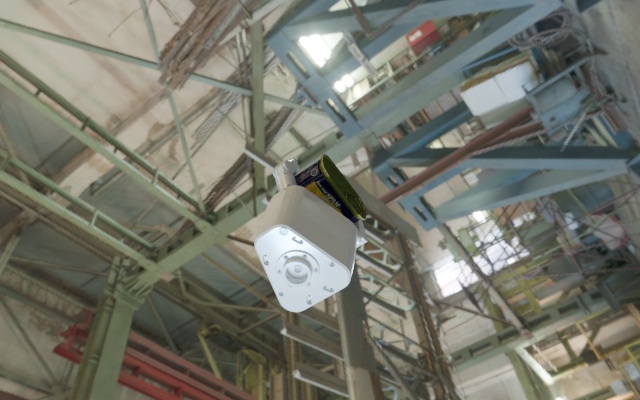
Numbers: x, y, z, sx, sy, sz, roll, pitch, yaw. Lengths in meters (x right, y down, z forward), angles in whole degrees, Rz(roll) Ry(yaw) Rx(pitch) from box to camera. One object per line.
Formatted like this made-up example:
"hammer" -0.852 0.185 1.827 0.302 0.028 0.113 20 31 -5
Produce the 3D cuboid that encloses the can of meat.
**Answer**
"can of meat" 0.000 0.002 0.656 0.084 0.102 0.057 -32 20 18
